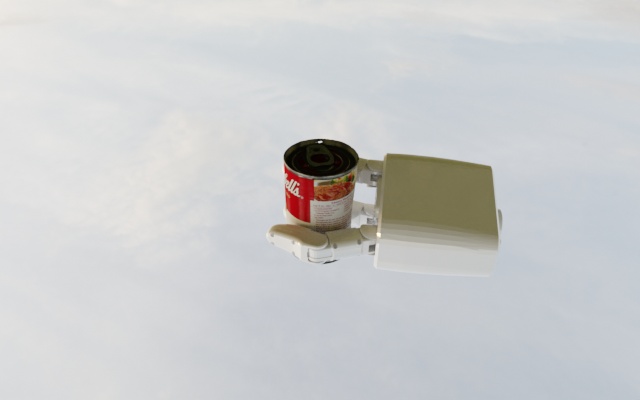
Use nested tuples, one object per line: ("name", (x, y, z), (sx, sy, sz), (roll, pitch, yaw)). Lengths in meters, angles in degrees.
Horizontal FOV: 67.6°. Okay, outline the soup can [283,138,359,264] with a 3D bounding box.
("soup can", (0.000, 0.002, 0.456), (0.068, 0.102, 0.068), (1, 36, 0))
